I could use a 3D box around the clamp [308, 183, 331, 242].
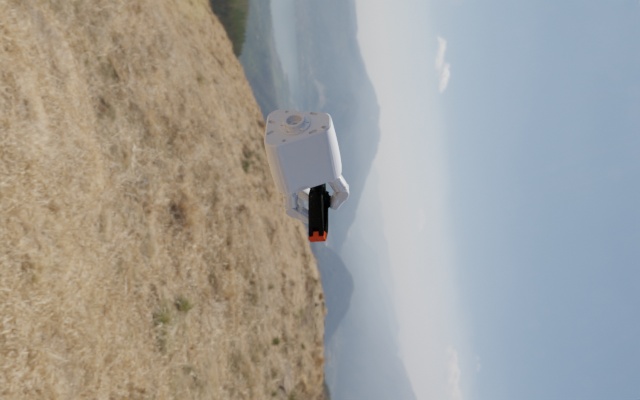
[{"bbox_3d":[0.001,0.003,0.872,0.036,0.209,0.165,-5,-42,7],"label":"clamp"}]
